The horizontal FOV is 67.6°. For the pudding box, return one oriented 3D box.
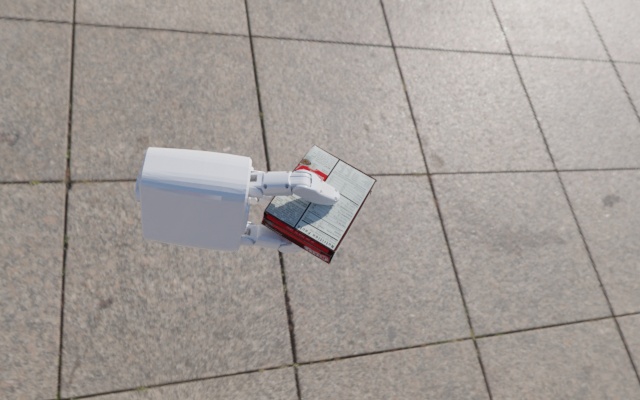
[{"bbox_3d":[0.000,0.002,0.541,0.090,0.113,0.039,31,-28,5],"label":"pudding box"}]
